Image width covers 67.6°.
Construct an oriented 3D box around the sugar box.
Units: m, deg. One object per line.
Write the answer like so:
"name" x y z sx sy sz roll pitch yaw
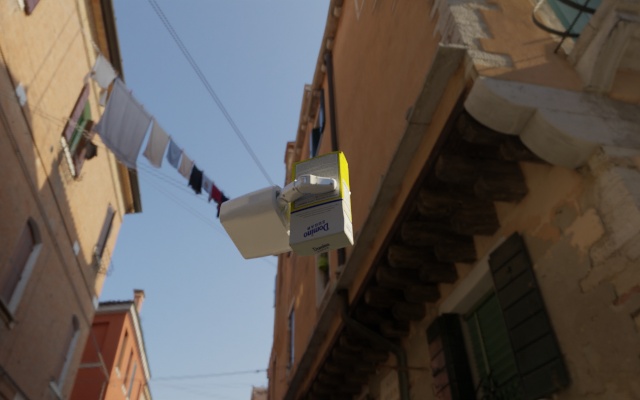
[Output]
"sugar box" 0.000 0.003 0.775 0.093 0.176 0.048 -15 -41 16
